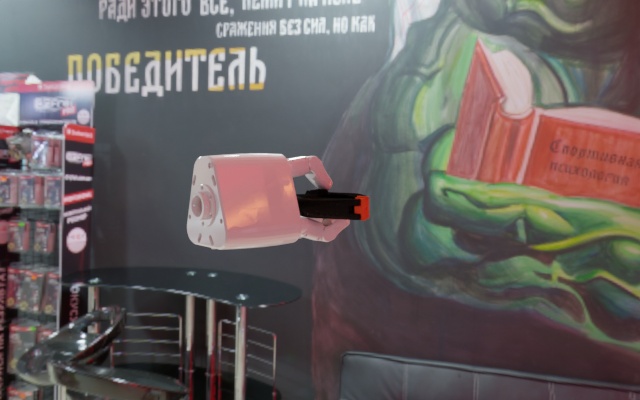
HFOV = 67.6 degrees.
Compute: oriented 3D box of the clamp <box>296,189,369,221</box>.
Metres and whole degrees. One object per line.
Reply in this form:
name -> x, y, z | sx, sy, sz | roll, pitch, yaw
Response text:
clamp -> 0.000, 0.001, 0.662 | 0.164, 0.036, 0.210 | -8, 8, -42
